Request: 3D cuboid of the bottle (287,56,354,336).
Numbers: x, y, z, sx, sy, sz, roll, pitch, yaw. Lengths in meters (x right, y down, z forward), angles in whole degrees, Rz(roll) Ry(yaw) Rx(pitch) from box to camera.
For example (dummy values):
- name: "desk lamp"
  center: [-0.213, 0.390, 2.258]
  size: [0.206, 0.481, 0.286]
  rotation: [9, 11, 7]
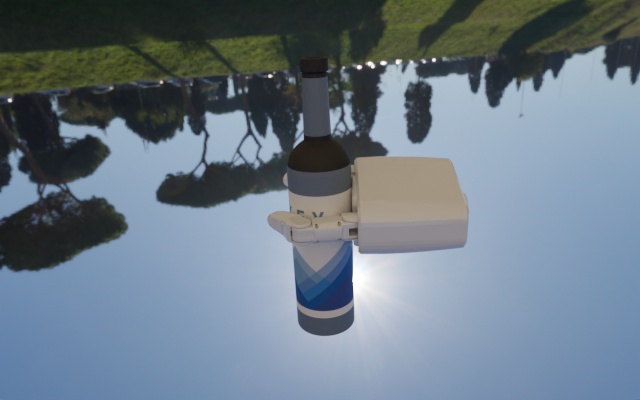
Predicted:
- name: "bottle"
  center: [0.000, 0.002, 0.505]
  size: [0.069, 0.296, 0.069]
  rotation: [-2, 21, 1]
